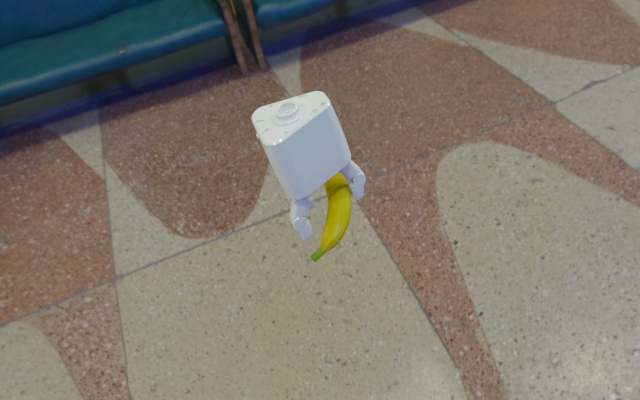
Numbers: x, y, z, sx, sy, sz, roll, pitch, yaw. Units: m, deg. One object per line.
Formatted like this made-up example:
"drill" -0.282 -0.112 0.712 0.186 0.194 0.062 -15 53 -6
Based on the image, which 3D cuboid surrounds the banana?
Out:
"banana" 0.017 0.001 0.759 0.069 0.197 0.037 -15 -43 21
